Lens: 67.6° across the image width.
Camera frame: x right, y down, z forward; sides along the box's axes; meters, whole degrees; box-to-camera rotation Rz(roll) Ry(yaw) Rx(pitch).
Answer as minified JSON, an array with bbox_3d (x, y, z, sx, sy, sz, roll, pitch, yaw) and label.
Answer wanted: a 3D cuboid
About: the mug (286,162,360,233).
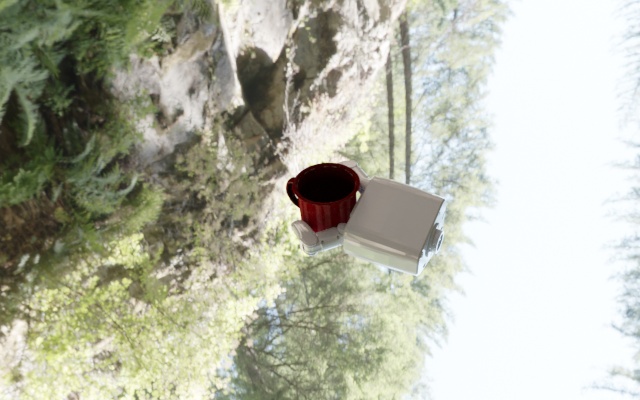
[{"bbox_3d":[-0.001,0.002,0.684,0.117,0.082,0.093,18,46,24],"label":"mug"}]
